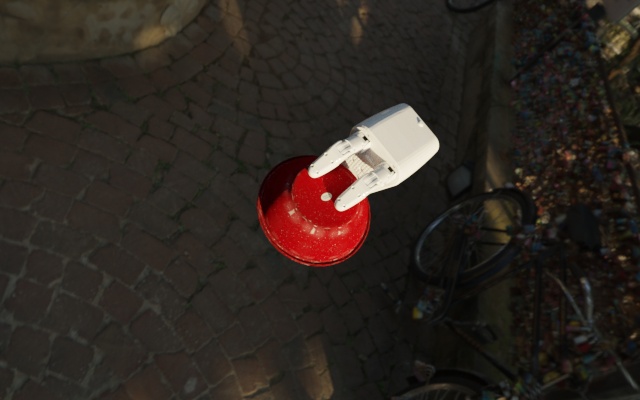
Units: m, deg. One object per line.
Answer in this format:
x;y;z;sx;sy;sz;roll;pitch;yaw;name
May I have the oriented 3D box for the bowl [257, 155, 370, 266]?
-0.001;0.003;0.631;0.162;0.162;0.055;0;-20;-18;bowl
